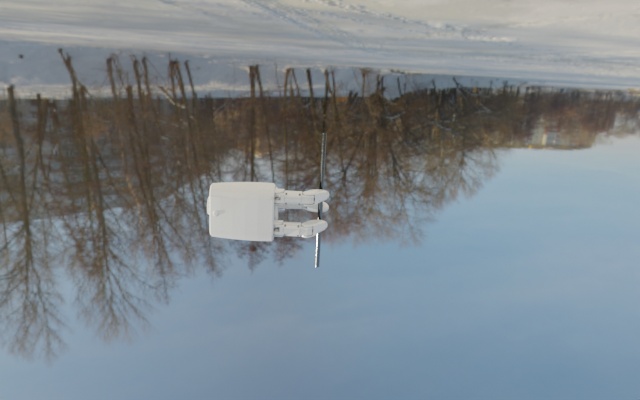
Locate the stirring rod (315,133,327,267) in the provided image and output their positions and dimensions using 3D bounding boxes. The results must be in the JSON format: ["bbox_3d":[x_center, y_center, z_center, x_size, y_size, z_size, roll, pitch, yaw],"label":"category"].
[{"bbox_3d":[0.000,0.003,0.833,0.011,0.239,0.011,3,14,-1],"label":"stirring rod"}]
